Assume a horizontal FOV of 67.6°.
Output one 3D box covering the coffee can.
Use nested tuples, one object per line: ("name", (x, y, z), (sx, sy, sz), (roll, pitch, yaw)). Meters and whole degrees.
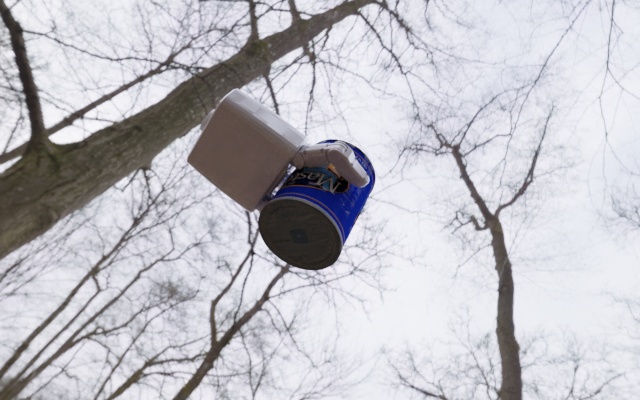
("coffee can", (0.000, 0.002, 0.590), (0.103, 0.103, 0.140), (0, 34, 26))
